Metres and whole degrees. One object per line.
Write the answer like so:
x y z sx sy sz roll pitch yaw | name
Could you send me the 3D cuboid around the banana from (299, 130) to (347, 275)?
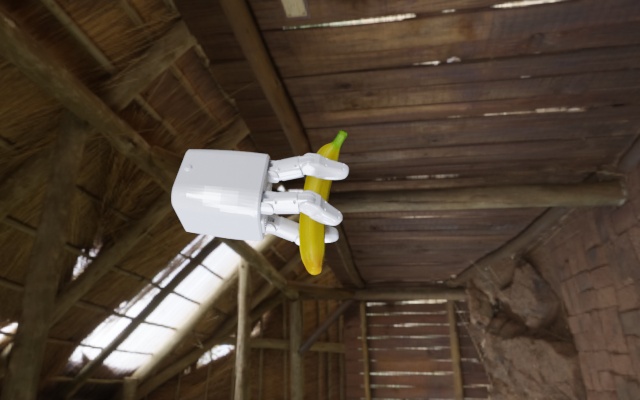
-0.004 0.004 0.632 0.037 0.197 0.070 14 -19 -11 | banana
